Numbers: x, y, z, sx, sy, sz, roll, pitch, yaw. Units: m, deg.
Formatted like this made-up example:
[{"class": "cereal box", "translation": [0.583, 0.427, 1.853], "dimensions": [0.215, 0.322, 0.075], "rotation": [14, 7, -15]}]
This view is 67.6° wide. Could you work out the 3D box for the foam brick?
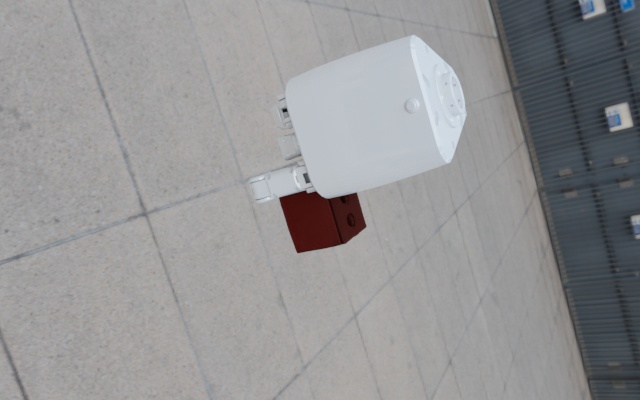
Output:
[{"class": "foam brick", "translation": [0.000, 0.002, 0.432], "dimensions": [0.051, 0.078, 0.053], "rotation": [-14, 7, 30]}]
